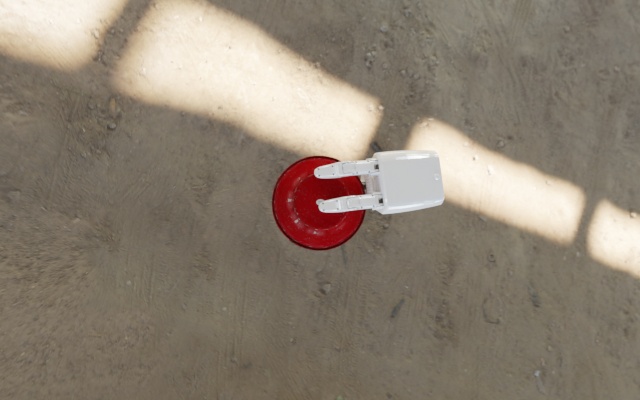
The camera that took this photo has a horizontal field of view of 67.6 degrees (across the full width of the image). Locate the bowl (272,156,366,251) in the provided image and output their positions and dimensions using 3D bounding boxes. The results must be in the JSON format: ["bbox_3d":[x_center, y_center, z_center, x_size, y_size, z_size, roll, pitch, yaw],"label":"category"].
[{"bbox_3d":[-0.001,0.003,0.783,0.162,0.162,0.055,0,-3,-4],"label":"bowl"}]
